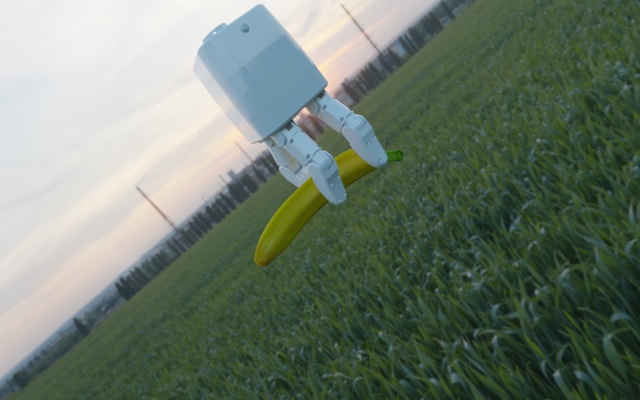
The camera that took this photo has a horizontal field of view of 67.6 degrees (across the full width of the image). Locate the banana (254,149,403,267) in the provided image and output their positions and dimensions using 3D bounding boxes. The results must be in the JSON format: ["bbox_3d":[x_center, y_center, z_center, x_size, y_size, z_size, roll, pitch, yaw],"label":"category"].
[{"bbox_3d":[-0.002,-0.004,0.537,0.198,0.037,0.069,-40,19,-3],"label":"banana"}]
